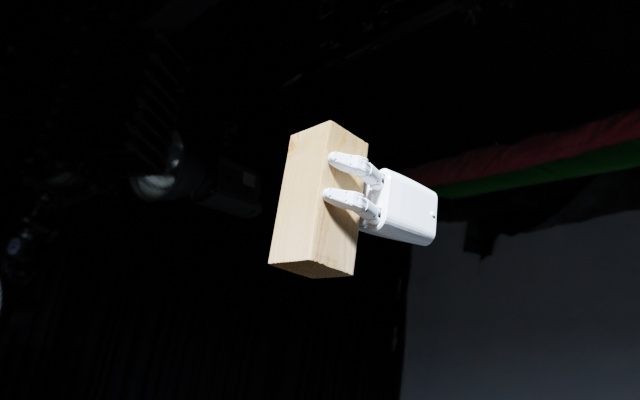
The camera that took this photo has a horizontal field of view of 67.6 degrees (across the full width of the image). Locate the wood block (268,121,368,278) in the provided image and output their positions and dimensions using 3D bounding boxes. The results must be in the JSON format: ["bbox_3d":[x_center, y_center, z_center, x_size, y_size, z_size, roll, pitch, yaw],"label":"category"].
[{"bbox_3d":[0.000,0.002,0.704,0.090,0.206,0.091,25,-26,-38],"label":"wood block"}]
